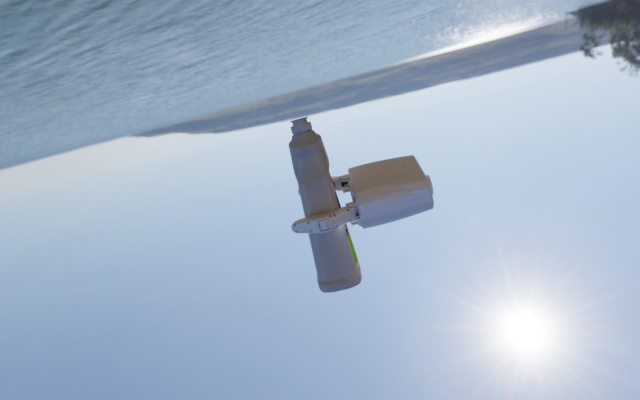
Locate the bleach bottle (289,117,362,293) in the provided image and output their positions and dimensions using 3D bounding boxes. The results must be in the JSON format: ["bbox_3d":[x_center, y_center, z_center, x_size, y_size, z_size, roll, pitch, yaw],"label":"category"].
[{"bbox_3d":[0.000,0.002,0.711,0.068,0.251,0.102,-14,13,4],"label":"bleach bottle"}]
